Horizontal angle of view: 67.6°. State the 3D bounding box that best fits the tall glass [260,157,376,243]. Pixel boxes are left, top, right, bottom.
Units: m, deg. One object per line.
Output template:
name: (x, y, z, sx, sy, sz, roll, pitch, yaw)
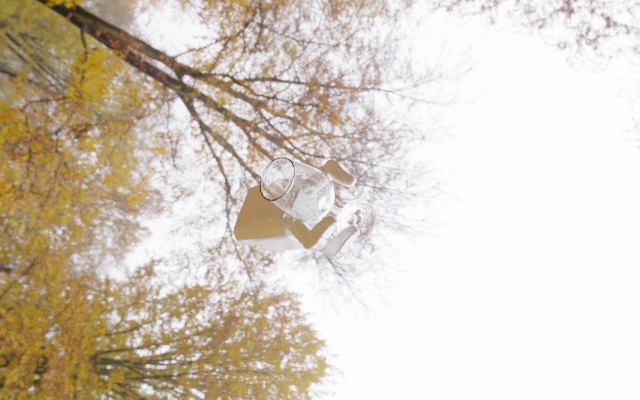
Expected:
tall glass: (0.001, 0.002, 0.703, 0.079, 0.079, 0.201, 0, -18, 38)
